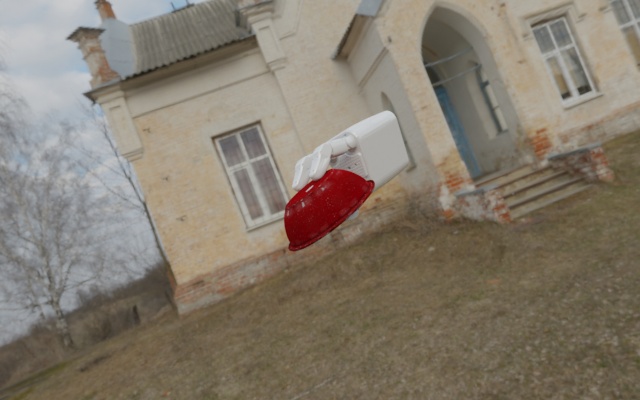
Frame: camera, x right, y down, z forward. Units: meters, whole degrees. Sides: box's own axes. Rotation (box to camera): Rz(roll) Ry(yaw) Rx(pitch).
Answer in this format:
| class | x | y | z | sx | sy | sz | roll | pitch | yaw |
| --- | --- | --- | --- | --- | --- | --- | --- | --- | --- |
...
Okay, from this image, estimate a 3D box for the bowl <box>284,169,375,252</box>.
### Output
| class | x | y | z | sx | sy | sz | roll | pitch | yaw |
| --- | --- | --- | --- | --- | --- | --- | --- | --- | --- |
| bowl | -0.001 | 0.003 | 0.702 | 0.162 | 0.055 | 0.162 | -38 | 10 | 8 |
